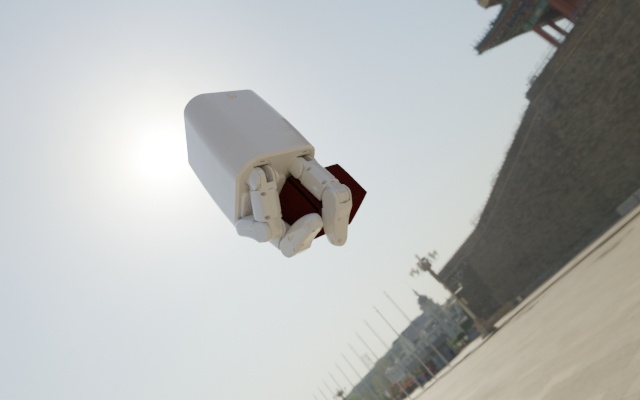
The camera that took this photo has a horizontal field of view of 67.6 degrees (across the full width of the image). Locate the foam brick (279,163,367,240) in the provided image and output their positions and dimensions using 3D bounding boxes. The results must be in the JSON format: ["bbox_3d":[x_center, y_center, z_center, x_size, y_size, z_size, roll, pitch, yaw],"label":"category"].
[{"bbox_3d":[0.000,0.002,0.506,0.078,0.053,0.051,-19,56,-44],"label":"foam brick"}]
